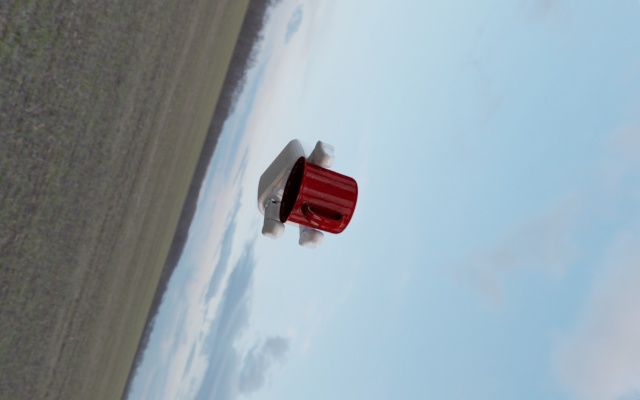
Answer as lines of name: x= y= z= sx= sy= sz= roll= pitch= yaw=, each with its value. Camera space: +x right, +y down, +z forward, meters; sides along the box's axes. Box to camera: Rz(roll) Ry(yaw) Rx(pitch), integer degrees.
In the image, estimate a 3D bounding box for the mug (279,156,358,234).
mug: x=0.001 y=0.003 z=0.628 sx=0.081 sy=0.093 sz=0.117 roll=18 pitch=21 yaw=-16
